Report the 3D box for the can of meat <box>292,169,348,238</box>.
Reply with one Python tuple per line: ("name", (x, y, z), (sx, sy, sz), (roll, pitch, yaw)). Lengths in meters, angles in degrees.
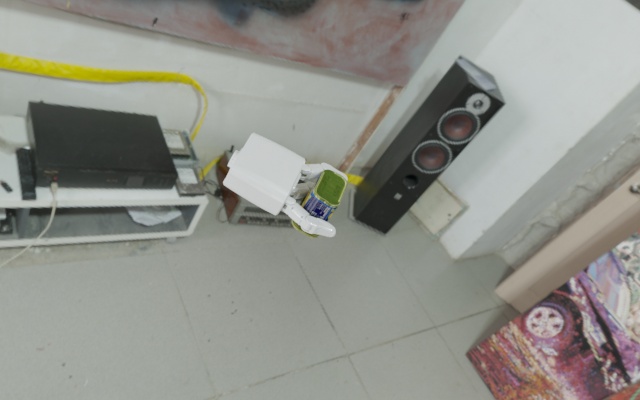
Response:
("can of meat", (0.000, 0.003, 0.851), (0.057, 0.084, 0.102), (31, 35, -5))
